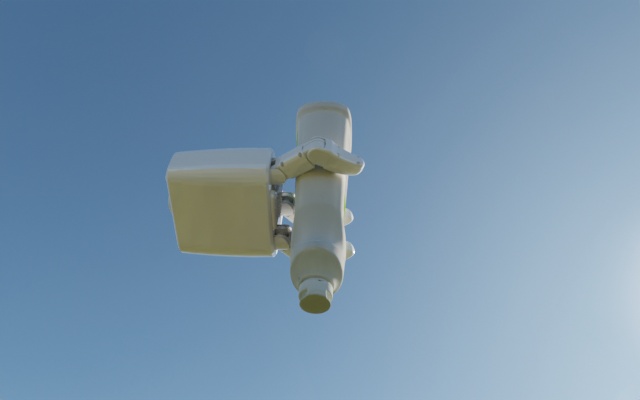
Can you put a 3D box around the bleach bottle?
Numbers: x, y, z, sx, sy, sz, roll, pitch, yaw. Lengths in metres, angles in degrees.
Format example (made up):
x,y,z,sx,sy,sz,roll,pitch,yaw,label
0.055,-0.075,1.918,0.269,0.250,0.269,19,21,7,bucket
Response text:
x,y,z,sx,sy,sz,roll,pitch,yaw,label
0.000,0.002,0.506,0.068,0.103,0.250,0,42,3,bleach bottle
